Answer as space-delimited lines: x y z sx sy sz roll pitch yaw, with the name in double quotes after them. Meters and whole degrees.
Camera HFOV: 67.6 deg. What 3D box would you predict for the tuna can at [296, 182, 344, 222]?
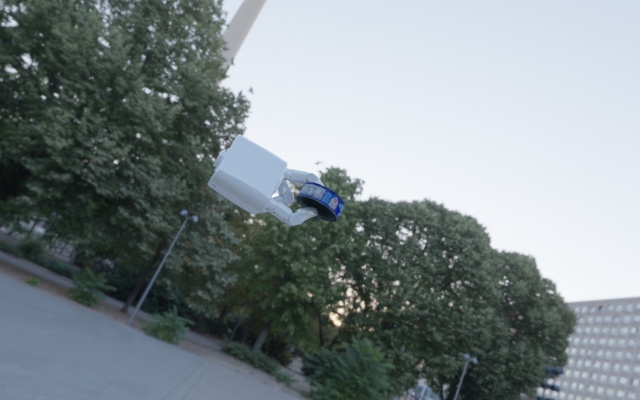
0.000 0.002 0.879 0.086 0.033 0.086 27 -19 10 "tuna can"
